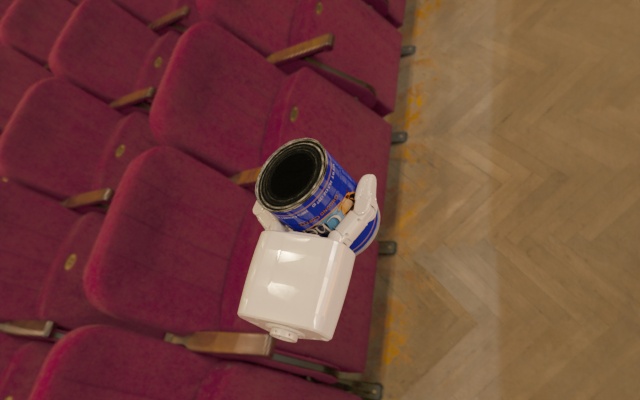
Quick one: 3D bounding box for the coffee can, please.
[{"bbox_3d":[0.000,0.002,0.609,0.103,0.102,0.140,0,-29,37],"label":"coffee can"}]
